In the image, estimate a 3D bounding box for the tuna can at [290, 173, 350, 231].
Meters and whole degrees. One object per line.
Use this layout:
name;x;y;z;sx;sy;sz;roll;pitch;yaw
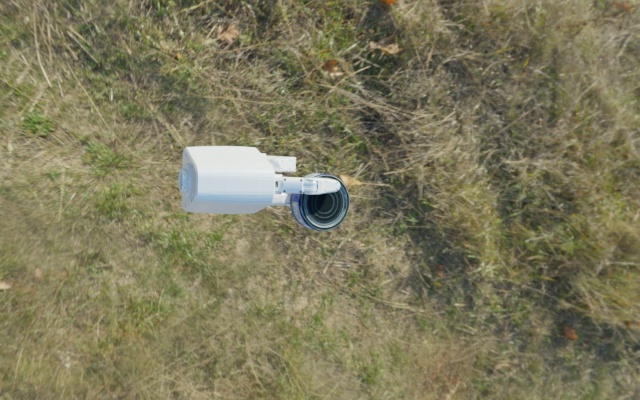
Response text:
tuna can;0.000;0.002;0.710;0.086;0.086;0.034;0;4;-29
